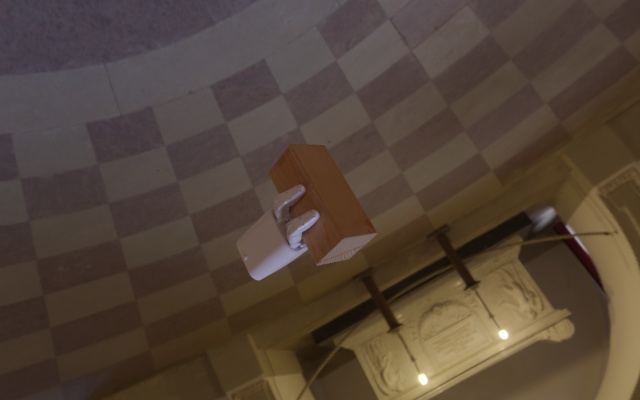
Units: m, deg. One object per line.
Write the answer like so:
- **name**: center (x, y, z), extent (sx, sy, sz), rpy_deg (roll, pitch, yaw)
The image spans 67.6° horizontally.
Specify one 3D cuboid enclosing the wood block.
- **wood block**: center (0.000, 0.003, 0.872), extent (0.091, 0.206, 0.090), rpy_deg (-4, -34, -45)
